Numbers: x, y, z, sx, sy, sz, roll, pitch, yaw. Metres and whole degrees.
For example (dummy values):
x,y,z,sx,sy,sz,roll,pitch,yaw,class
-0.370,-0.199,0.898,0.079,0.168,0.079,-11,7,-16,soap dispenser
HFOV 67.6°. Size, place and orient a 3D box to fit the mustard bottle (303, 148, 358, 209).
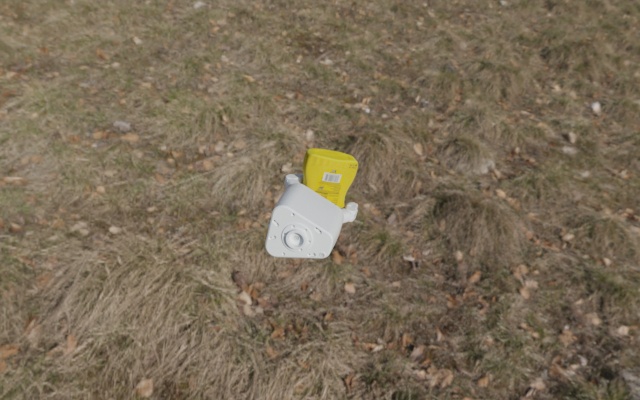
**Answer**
x,y,z,sx,sy,sz,roll,pitch,yaw,class
0.000,0.003,0.892,0.096,0.192,0.058,7,23,-19,mustard bottle
